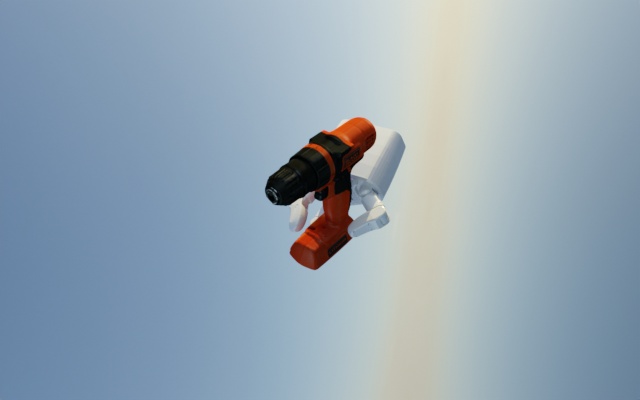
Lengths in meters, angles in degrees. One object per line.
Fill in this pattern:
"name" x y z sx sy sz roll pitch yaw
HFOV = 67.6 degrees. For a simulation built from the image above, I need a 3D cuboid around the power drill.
"power drill" 0.000 0.002 0.616 0.057 0.188 0.184 33 49 26
